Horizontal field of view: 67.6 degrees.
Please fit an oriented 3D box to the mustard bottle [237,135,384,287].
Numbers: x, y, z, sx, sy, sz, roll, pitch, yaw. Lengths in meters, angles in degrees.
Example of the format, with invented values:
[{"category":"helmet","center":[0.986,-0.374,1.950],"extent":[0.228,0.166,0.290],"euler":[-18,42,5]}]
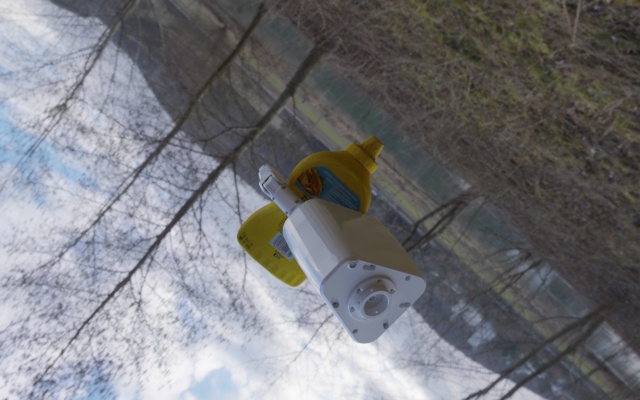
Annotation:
[{"category":"mustard bottle","center":[0.000,0.002,0.546],"extent":[0.096,0.191,0.058],"euler":[42,7,-10]}]
